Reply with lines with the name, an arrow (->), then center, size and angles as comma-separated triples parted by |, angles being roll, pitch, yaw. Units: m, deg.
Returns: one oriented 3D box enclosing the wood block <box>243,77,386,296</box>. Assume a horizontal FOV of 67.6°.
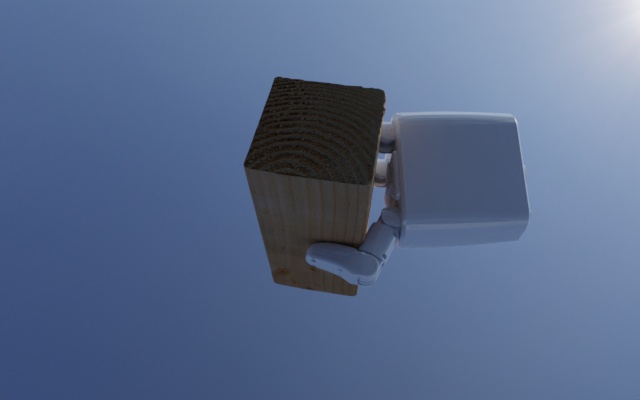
wood block -> 0.000, 0.002, 0.427 | 0.090, 0.090, 0.206 | 9, -32, 7
